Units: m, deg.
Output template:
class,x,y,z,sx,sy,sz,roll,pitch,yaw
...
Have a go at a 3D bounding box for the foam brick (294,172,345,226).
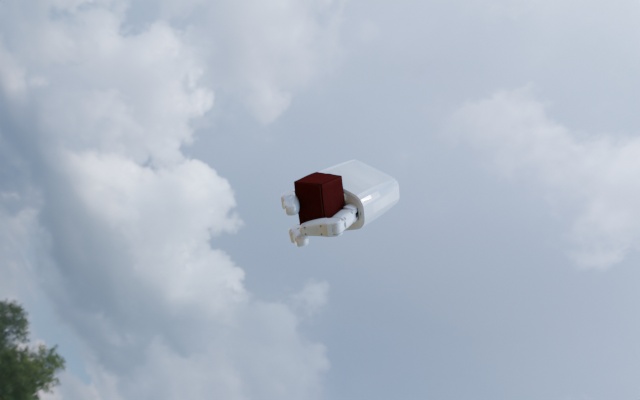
class,x,y,z,sx,sy,sz,roll,pitch,yaw
foam brick,0.000,0.002,0.707,0.053,0.078,0.051,11,27,39
